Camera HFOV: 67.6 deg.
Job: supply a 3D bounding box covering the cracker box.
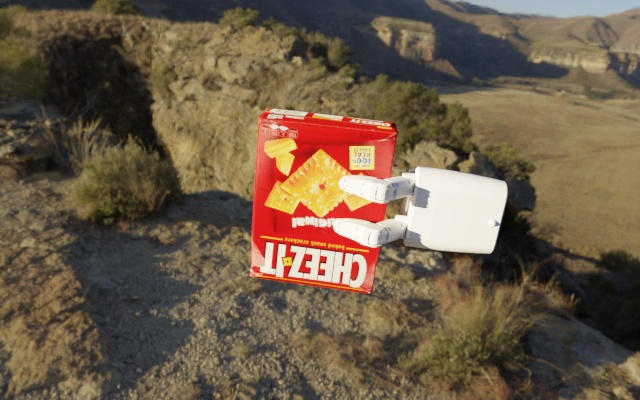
[{"bbox_3d":[0.000,0.002,0.603,0.164,0.214,0.072,8,20,4],"label":"cracker box"}]
